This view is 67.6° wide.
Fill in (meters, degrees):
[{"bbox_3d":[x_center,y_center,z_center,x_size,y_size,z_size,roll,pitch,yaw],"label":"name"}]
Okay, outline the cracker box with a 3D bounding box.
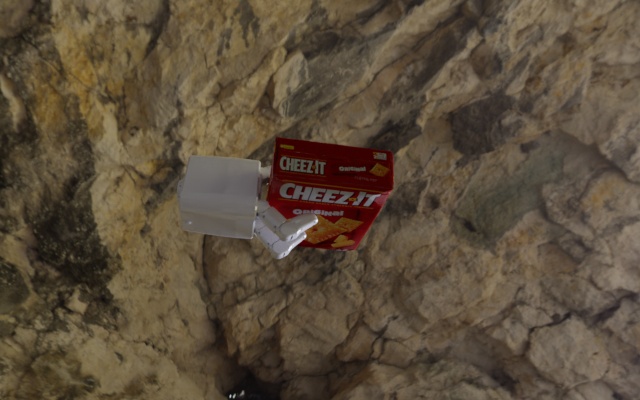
[{"bbox_3d":[0.000,0.002,0.720,0.164,0.072,0.214,6,-29,-9],"label":"cracker box"}]
